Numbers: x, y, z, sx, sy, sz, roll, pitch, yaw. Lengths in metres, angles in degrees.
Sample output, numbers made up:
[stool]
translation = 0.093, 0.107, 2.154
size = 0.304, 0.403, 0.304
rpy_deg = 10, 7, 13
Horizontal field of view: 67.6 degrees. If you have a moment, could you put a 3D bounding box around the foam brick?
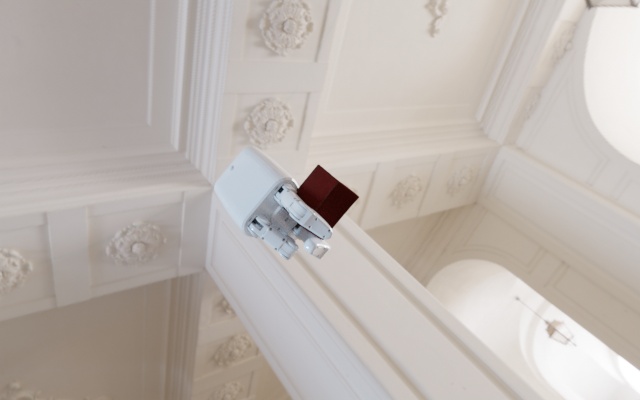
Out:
[foam brick]
translation = 0.000, 0.002, 0.635
size = 0.053, 0.078, 0.051
rpy_deg = 36, 6, -47
